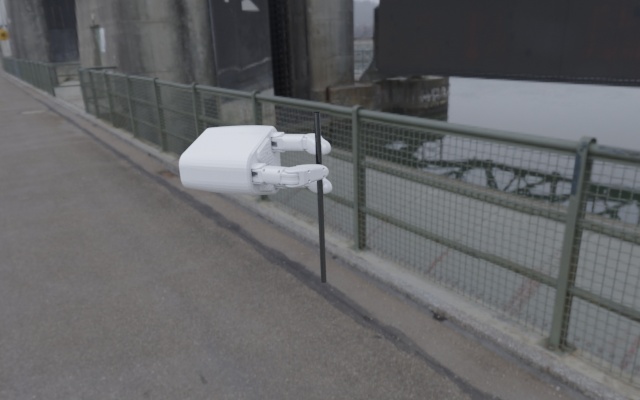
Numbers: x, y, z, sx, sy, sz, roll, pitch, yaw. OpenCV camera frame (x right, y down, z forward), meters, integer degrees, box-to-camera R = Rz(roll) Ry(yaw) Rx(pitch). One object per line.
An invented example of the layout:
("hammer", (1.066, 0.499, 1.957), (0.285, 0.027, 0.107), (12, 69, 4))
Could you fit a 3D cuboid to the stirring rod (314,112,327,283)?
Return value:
("stirring rod", (0.000, 0.002, 0.642), (0.011, 0.240, 0.011), (-2, 19, 1))
